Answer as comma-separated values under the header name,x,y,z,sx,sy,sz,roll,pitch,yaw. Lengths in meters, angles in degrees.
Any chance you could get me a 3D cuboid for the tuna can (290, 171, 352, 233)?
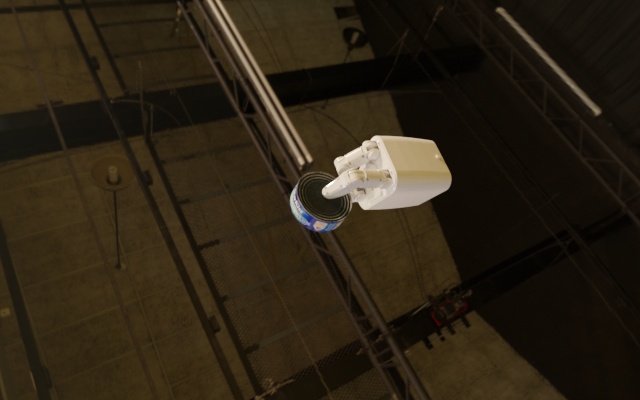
name,x,y,z,sx,sy,sz,roll,pitch,yaw
tuna can,0.000,0.003,0.686,0.086,0.086,0.034,0,-32,-28
